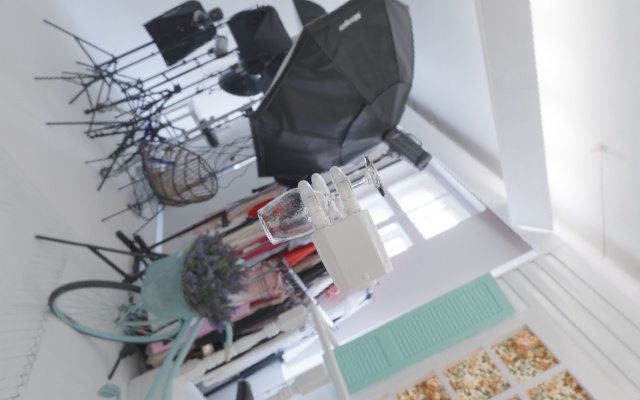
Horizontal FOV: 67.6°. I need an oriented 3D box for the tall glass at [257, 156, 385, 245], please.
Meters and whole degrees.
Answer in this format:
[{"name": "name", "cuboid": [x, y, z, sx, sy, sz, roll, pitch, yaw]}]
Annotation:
[{"name": "tall glass", "cuboid": [0.001, 0.002, 0.782, 0.201, 0.079, 0.079, -25, 1, -2]}]
